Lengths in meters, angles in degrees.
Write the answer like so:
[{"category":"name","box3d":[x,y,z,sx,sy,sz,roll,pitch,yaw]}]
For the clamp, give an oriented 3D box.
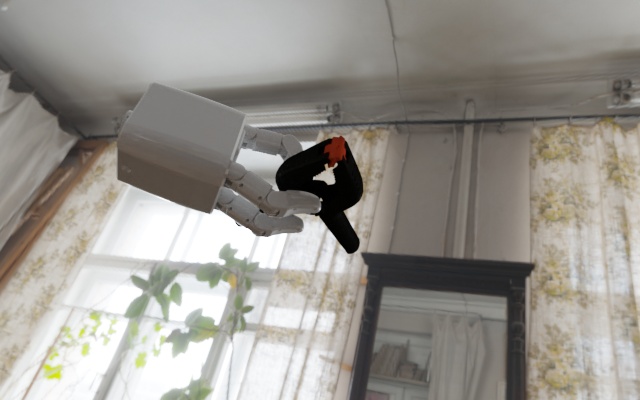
[{"category":"clamp","box3d":[0.000,0.001,0.541,0.164,0.036,0.210,17,-32,-14]}]
